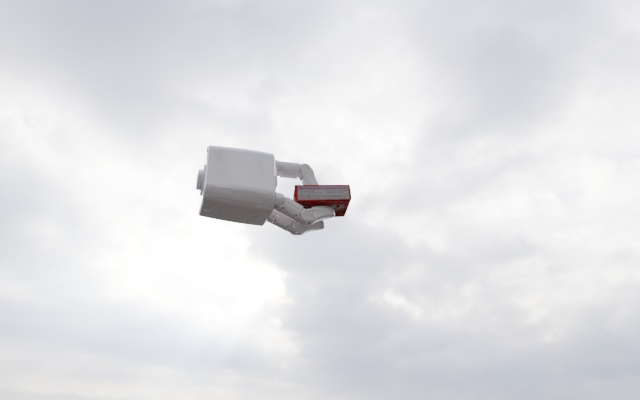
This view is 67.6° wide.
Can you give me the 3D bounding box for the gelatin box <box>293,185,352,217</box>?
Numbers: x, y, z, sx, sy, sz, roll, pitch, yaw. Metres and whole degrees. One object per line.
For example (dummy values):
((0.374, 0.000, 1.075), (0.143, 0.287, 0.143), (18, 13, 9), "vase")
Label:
((0.000, 0.002, 0.767), (0.089, 0.030, 0.073), (-2, -23, -7), "gelatin box")
